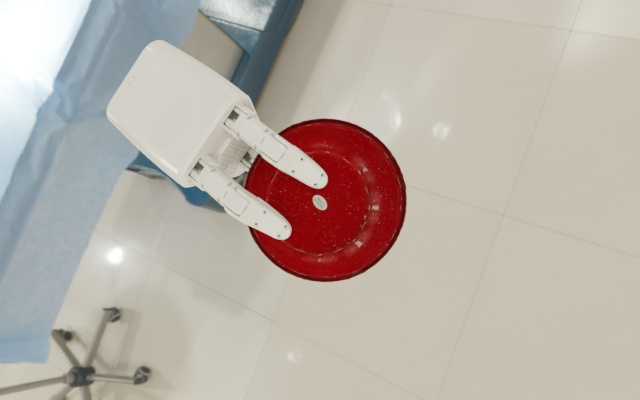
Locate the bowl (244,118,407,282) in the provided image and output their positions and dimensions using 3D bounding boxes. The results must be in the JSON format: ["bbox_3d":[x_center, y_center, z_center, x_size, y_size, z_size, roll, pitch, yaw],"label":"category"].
[{"bbox_3d":[0.001,0.002,0.444,0.162,0.162,0.055,0,3,7],"label":"bowl"}]
